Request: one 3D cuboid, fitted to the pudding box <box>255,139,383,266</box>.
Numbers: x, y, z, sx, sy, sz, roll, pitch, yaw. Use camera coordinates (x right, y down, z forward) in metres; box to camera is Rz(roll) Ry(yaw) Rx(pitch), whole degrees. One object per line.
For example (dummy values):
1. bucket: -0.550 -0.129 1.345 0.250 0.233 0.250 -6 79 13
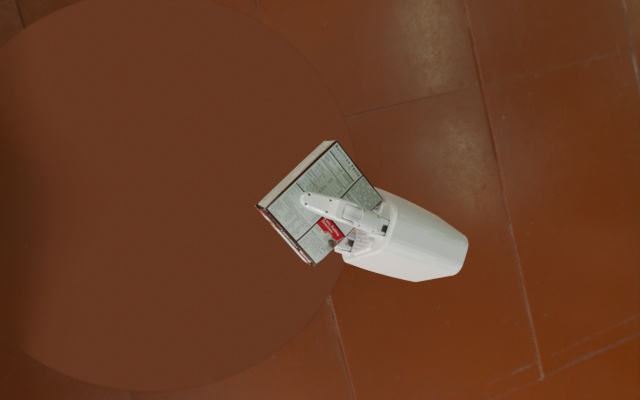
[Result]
1. pudding box: 0.000 0.002 0.526 0.113 0.090 0.039 -45 18 -14
